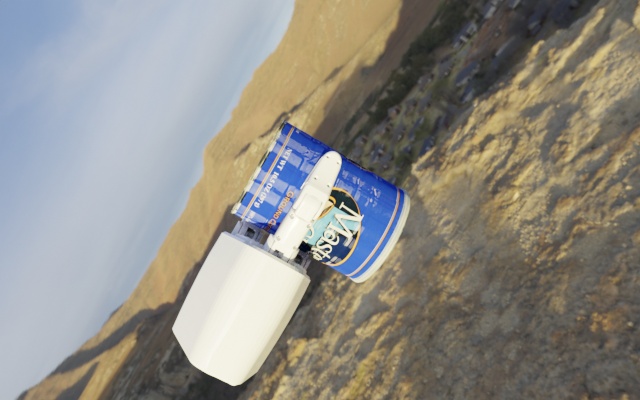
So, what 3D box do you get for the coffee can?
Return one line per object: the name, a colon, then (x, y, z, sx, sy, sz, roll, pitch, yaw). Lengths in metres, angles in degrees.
coffee can: (0.000, 0.001, 0.462, 0.140, 0.103, 0.103, 30, -5, -9)
